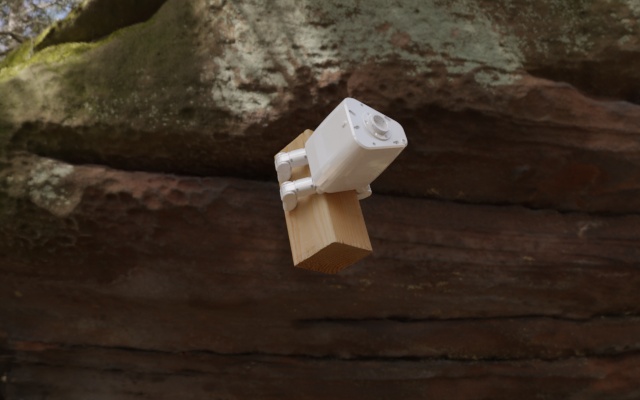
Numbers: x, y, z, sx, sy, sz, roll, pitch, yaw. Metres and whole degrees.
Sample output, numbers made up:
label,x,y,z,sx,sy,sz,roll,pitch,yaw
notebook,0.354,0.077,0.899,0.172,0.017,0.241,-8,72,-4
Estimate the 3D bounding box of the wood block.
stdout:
label,x,y,z,sx,sy,sz,roll,pitch,yaw
wood block,0.001,0.002,0.771,0.091,0.206,0.090,19,-43,-42
